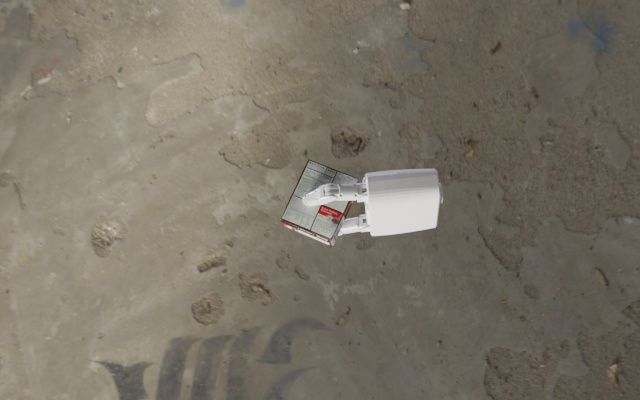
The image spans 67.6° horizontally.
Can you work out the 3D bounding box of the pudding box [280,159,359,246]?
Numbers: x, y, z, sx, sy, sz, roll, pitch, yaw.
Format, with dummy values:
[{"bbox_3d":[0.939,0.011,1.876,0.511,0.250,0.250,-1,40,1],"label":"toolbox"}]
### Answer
[{"bbox_3d":[0.000,0.002,0.751,0.090,0.113,0.039,22,-16,11],"label":"pudding box"}]
